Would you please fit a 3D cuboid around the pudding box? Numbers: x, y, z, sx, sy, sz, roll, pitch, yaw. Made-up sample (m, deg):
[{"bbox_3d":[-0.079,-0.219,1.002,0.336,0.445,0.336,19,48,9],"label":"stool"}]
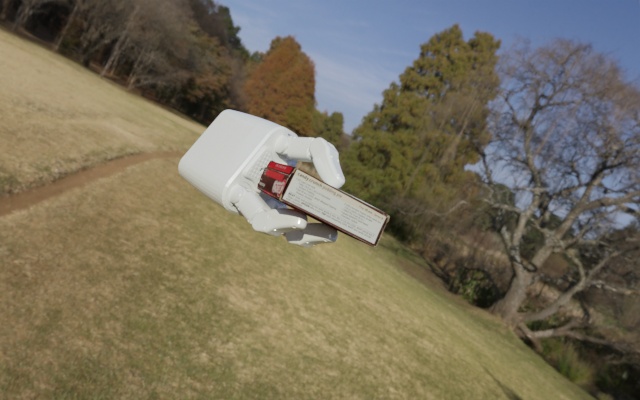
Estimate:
[{"bbox_3d":[0.000,0.001,0.480,0.113,0.039,0.090,25,0,-22],"label":"pudding box"}]
